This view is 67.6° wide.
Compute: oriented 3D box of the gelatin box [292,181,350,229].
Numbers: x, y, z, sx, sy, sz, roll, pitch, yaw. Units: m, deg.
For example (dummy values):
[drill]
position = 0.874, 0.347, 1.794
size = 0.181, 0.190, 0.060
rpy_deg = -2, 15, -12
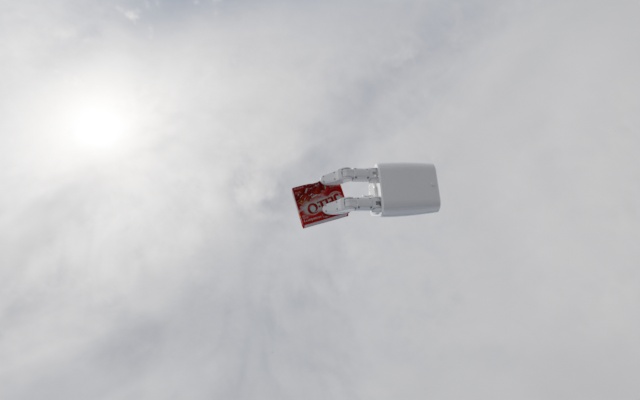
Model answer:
[gelatin box]
position = 0.000, 0.003, 0.860
size = 0.089, 0.073, 0.030
rpy_deg = -15, -16, -8
